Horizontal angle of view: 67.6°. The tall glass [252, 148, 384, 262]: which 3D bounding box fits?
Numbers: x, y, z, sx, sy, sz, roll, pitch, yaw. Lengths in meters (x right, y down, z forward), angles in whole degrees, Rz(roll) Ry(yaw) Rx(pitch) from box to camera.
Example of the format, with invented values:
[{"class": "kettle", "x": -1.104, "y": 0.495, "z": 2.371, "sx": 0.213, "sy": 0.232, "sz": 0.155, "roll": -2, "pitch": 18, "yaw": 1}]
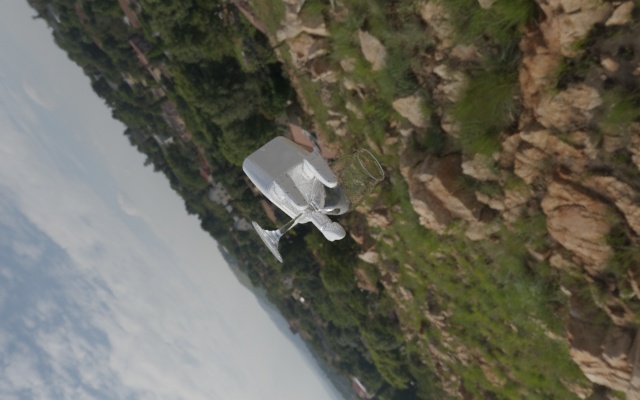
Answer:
[{"class": "tall glass", "x": 0.000, "y": 0.003, "z": 0.715, "sx": 0.201, "sy": 0.079, "sz": 0.079, "roll": -36, "pitch": 9, "yaw": -13}]
